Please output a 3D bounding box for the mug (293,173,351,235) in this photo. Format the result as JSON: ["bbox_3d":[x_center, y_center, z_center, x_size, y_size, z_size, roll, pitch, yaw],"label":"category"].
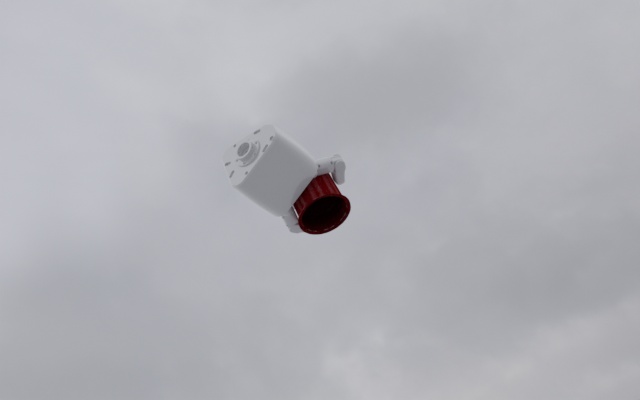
[{"bbox_3d":[0.001,0.003,0.821,0.093,0.081,0.117,-39,-43,12],"label":"mug"}]
